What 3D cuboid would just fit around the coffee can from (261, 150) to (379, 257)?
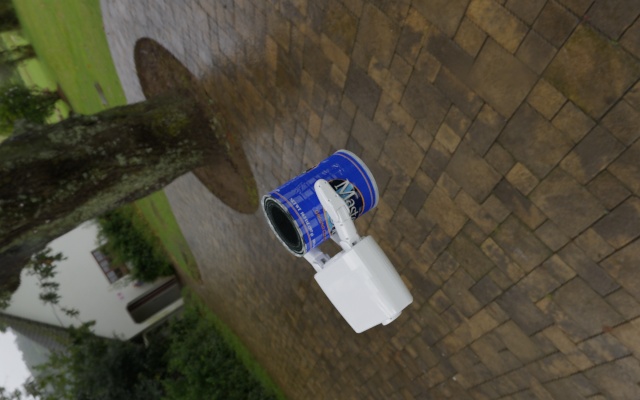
[{"bbox_3d":[0.000,0.002,0.700,0.140,0.103,0.103,-33,14,-23],"label":"coffee can"}]
